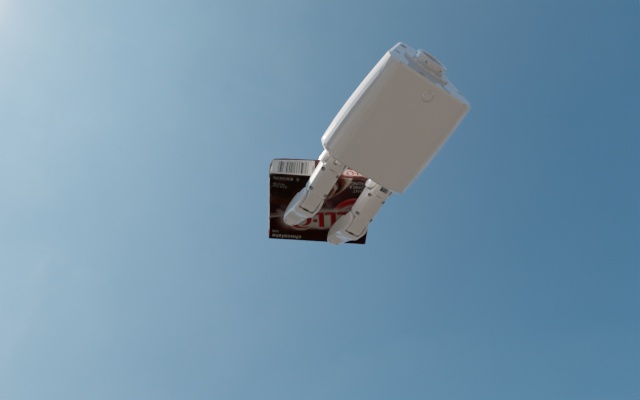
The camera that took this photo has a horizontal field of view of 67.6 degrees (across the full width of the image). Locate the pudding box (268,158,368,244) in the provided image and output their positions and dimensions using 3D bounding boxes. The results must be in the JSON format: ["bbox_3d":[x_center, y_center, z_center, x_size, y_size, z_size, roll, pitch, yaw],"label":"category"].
[{"bbox_3d":[0.000,0.002,0.525,0.113,0.090,0.039,5,36,0],"label":"pudding box"}]
